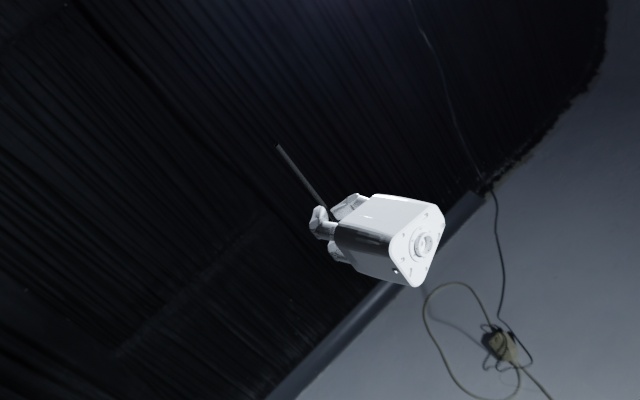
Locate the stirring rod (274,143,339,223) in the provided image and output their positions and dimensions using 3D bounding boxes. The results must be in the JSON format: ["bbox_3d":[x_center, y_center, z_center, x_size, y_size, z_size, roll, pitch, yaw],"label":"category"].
[{"bbox_3d":[0.000,0.002,0.740,0.011,0.011,0.240,0,-42,45],"label":"stirring rod"}]
